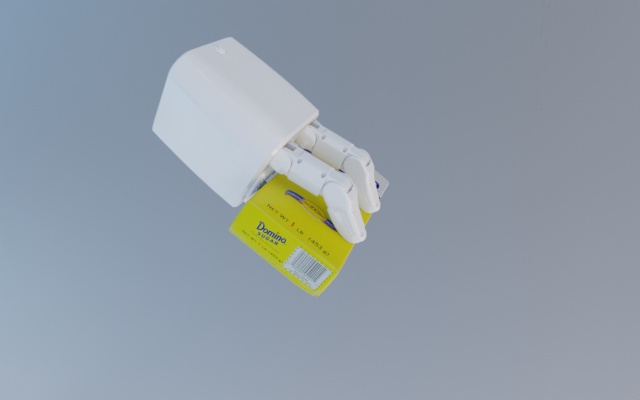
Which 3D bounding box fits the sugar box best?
[{"bbox_3d":[0.000,0.001,0.449,0.048,0.093,0.176,-50,2,36],"label":"sugar box"}]
